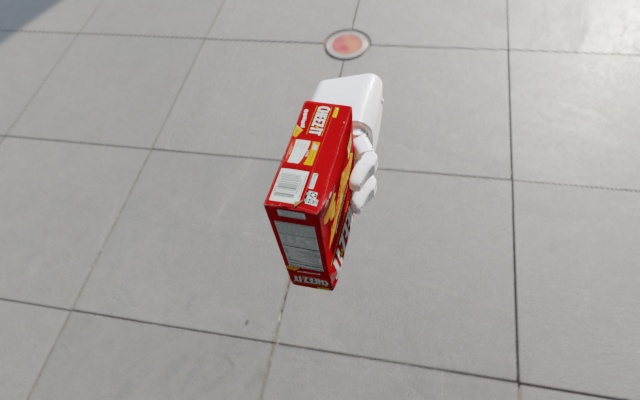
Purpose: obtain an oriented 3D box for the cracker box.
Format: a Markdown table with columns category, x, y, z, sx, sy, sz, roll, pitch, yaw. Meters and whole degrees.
| category | x | y | z | sx | sy | sz | roll | pitch | yaw |
| --- | --- | --- | --- | --- | --- | --- | --- | --- | --- |
| cracker box | 0.000 | 0.002 | 0.639 | 0.072 | 0.164 | 0.214 | 10 | -32 | 13 |
